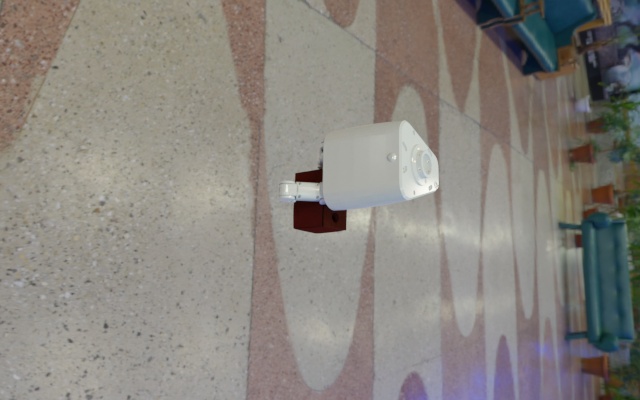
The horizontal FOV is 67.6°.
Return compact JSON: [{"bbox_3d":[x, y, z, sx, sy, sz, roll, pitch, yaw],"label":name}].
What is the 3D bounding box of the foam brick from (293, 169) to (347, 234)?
[{"bbox_3d":[0.000,0.002,0.633,0.051,0.078,0.053,-6,-12,36],"label":"foam brick"}]
